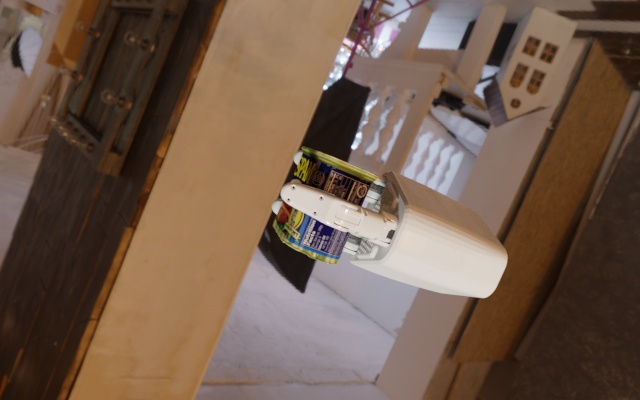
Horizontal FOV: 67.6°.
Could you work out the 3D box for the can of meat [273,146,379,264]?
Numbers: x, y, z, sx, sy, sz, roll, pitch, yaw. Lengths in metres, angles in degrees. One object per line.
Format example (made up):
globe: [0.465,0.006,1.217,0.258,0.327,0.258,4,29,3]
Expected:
can of meat: [0.000,0.002,0.433,0.057,0.084,0.102,21,5,-16]
